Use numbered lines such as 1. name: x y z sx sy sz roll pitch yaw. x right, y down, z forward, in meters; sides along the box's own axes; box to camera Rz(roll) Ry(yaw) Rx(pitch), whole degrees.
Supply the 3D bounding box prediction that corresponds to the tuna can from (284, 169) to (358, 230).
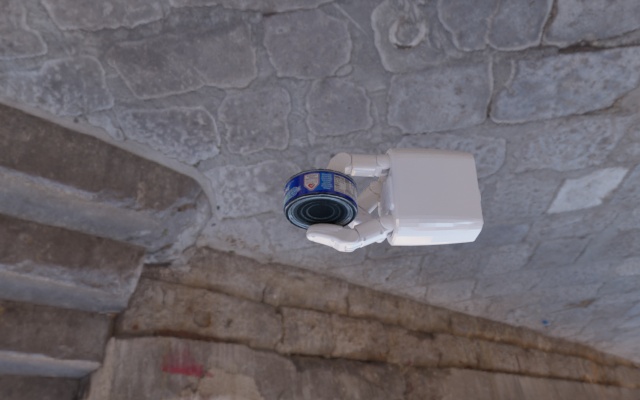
1. tuna can: 0.000 0.002 0.548 0.086 0.033 0.086 0 -32 0
